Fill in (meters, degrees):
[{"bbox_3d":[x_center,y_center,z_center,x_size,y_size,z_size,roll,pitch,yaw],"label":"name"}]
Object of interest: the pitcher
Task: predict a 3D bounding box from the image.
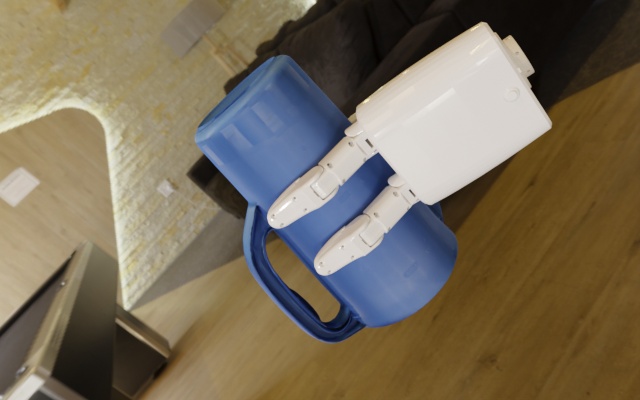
[{"bbox_3d":[0.000,0.001,0.435,0.145,0.243,0.149,-33,22,25],"label":"pitcher"}]
